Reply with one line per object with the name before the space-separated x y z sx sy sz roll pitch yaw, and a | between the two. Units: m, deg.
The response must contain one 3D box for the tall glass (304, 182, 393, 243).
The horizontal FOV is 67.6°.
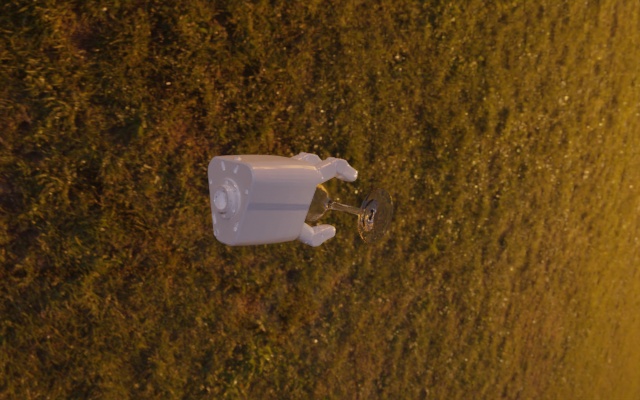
tall glass | 0.001 0.002 0.689 0.201 0.079 0.079 14 9 41
